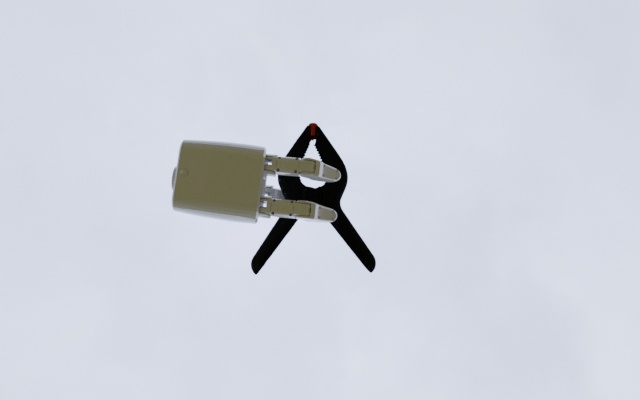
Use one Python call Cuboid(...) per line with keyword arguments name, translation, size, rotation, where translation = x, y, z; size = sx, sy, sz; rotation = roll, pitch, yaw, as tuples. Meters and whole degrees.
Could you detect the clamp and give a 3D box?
Cuboid(name="clamp", translation=(0.000, 0.002, 0.644), size=(0.164, 0.210, 0.036), rotation=(7, -9, -7))
